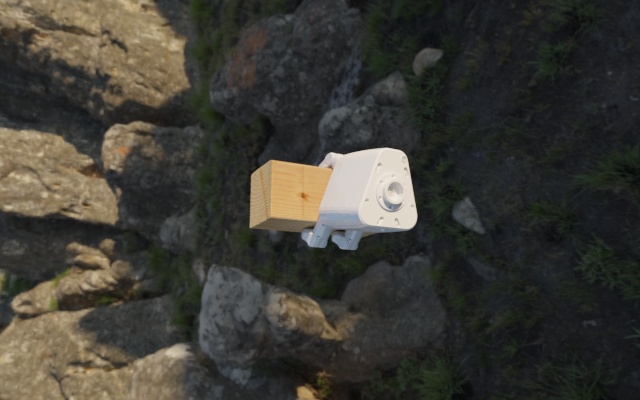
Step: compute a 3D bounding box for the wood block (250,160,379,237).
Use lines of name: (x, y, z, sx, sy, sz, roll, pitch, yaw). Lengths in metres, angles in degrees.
wood block: (0.000, 0.002, 0.766, 0.206, 0.090, 0.090, 7, -16, -27)
